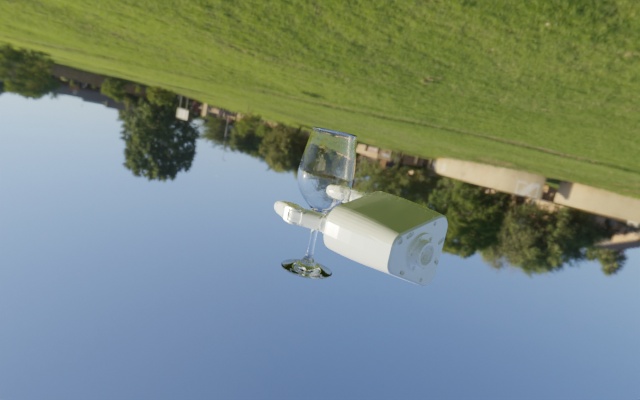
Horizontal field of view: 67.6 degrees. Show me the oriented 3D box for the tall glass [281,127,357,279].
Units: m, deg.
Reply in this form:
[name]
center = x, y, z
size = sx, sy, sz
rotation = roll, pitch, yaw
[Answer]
[tall glass]
center = 0.000, 0.003, 0.664
size = 0.079, 0.201, 0.079
rotation = 11, 10, -2
